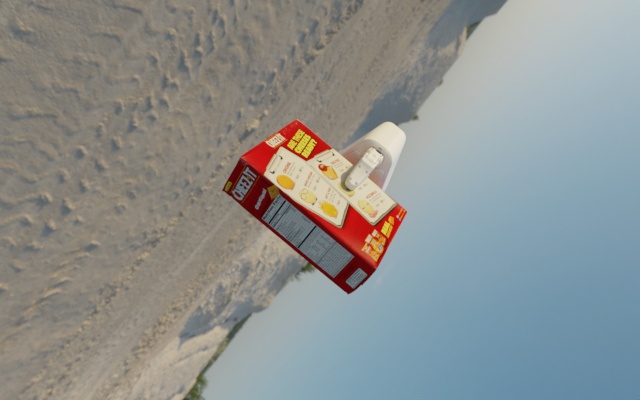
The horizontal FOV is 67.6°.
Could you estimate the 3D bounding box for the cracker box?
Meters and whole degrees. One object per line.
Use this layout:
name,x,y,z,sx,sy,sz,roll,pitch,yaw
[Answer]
cracker box,0.000,0.002,0.648,0.213,0.072,0.164,39,34,2
